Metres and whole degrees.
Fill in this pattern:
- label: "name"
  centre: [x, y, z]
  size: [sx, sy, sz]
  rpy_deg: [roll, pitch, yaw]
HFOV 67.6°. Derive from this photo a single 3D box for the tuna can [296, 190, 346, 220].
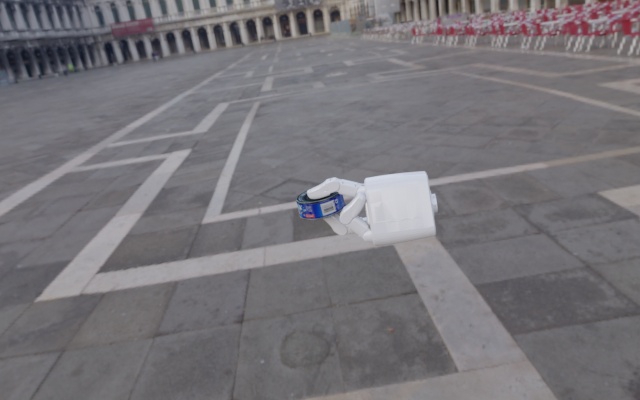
- label: "tuna can"
  centre: [0.000, 0.002, 0.859]
  size: [0.086, 0.034, 0.086]
  rpy_deg: [-13, 19, 5]
